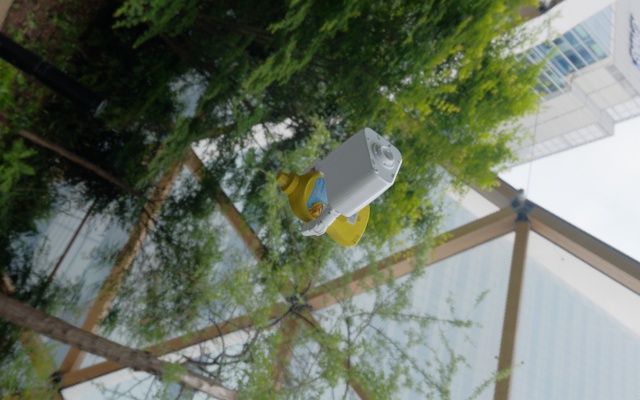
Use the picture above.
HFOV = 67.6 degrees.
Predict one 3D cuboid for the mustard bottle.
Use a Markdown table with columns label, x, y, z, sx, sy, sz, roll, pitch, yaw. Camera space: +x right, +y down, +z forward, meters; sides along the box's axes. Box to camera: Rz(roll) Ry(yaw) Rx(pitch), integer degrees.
| label | x | y | z | sx | sy | sz | roll | pitch | yaw |
| --- | --- | --- | --- | --- | --- | --- | --- | --- | --- |
| mustard bottle | 0.000 | 0.003 | 0.882 | 0.192 | 0.096 | 0.058 | 32 | -24 | -24 |
